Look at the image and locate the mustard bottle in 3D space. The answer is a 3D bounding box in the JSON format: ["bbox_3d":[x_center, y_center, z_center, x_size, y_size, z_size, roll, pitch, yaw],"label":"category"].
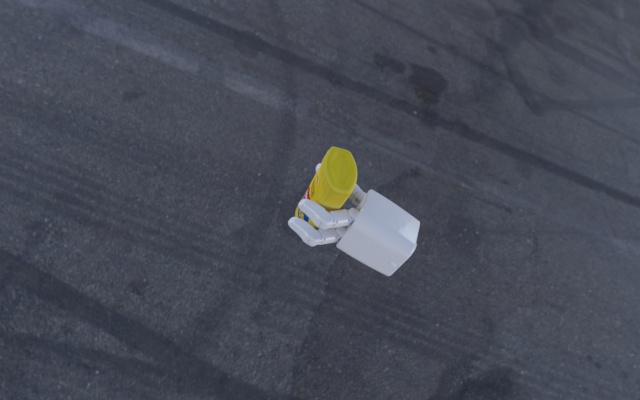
[{"bbox_3d":[0.000,0.002,0.817,0.058,0.096,0.192,13,-39,-16],"label":"mustard bottle"}]
